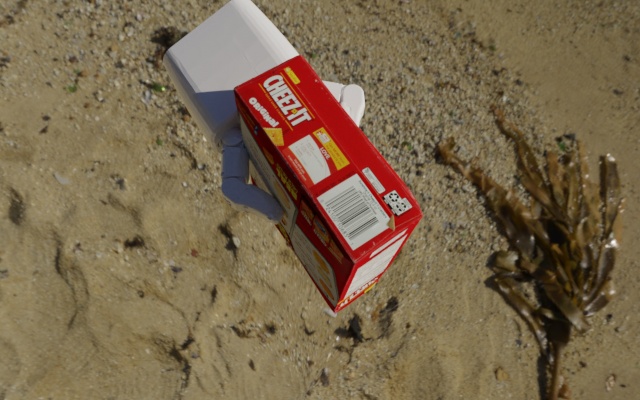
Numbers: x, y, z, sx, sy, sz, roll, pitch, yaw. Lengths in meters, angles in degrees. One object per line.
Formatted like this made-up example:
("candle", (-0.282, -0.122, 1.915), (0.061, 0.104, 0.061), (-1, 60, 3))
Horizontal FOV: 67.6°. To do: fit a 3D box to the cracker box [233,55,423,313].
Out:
("cracker box", (0.000, 0.001, 0.439), (0.072, 0.164, 0.214), (-31, -17, -13))
